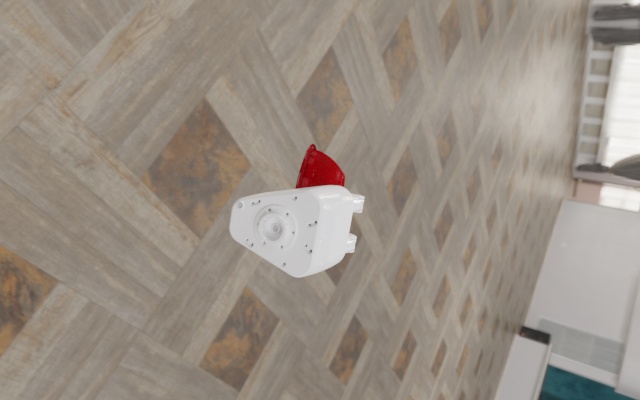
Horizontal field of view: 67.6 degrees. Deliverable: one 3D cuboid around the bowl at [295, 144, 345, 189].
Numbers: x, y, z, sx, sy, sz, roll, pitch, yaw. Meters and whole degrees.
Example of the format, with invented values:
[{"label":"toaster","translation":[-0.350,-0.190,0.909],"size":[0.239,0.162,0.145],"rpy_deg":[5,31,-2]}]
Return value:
[{"label":"bowl","translation":[0.001,0.002,0.691],"size":[0.055,0.162,0.162],"rpy_deg":[11,1,6]}]
